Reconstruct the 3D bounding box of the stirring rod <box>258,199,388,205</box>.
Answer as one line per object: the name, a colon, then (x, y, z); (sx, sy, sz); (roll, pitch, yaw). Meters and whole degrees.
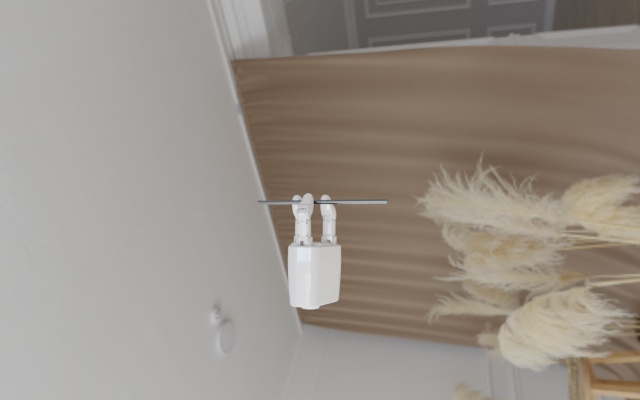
stirring rod: (0.000, 0.003, 0.863); (0.239, 0.011, 0.011); (-1, 0, 15)
